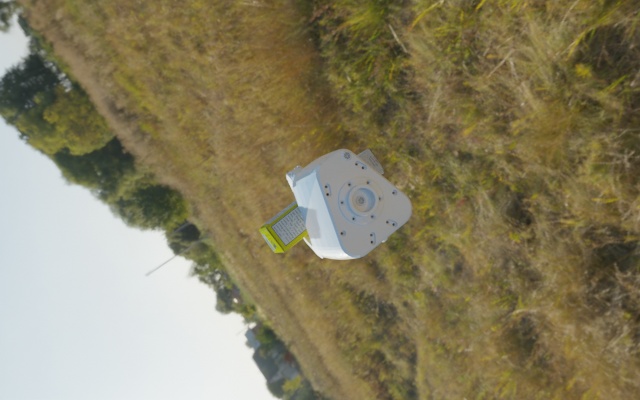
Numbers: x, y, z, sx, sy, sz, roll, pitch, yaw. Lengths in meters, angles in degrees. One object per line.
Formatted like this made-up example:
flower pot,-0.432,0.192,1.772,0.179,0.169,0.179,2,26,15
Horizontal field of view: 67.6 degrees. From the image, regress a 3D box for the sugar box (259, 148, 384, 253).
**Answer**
sugar box,0.000,0.003,0.655,0.176,0.048,0.093,-36,3,-14
